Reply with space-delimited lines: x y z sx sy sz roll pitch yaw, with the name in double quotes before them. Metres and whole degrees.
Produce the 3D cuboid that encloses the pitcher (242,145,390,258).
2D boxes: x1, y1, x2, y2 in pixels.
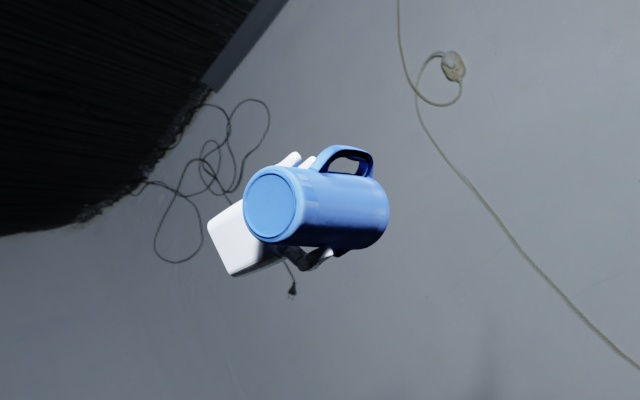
"pitcher" 0.000 0.003 0.735 0.145 0.149 0.243 -27 -18 29
